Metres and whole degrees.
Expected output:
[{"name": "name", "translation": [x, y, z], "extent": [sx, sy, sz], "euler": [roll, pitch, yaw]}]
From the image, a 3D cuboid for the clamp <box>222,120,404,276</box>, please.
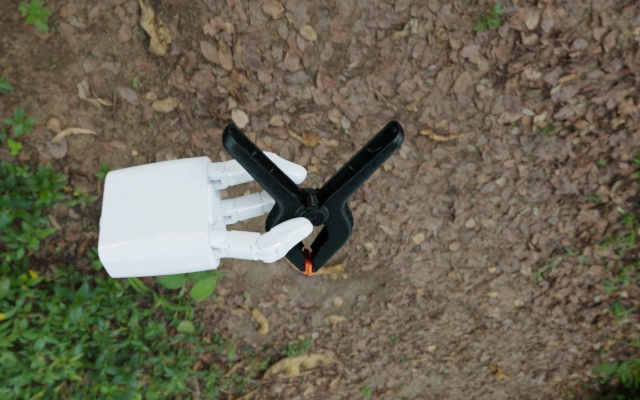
[{"name": "clamp", "translation": [0.000, 0.003, 0.491], "extent": [0.164, 0.210, 0.036], "euler": [-6, 45, -1]}]
